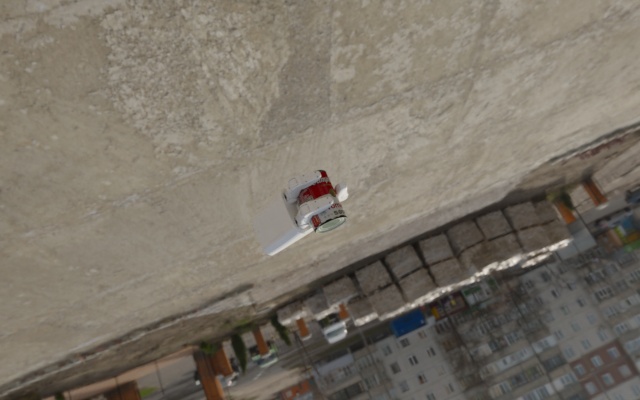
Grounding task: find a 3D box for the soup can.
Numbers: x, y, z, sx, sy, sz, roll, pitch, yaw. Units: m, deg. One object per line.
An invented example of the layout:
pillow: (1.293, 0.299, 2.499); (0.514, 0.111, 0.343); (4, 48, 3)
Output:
soup can: (0.001, 0.003, 0.897); (0.068, 0.102, 0.068); (-22, -19, -8)
